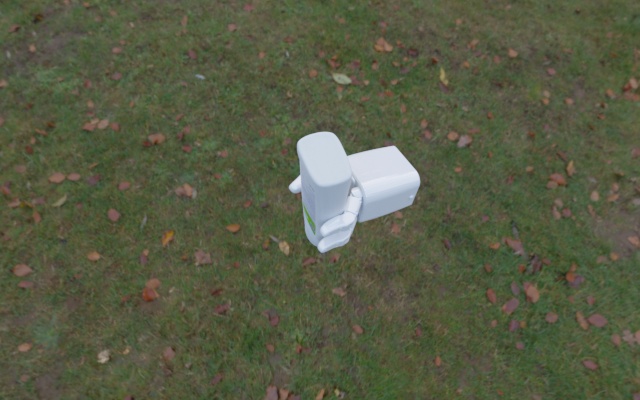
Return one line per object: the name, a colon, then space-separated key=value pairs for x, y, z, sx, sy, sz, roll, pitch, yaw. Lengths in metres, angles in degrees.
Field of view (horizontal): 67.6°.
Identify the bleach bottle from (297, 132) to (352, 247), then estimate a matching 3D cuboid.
bleach bottle: x=0.000 y=0.003 z=0.810 sx=0.068 sy=0.102 sz=0.251 roll=-16 pitch=-29 yaw=-13
